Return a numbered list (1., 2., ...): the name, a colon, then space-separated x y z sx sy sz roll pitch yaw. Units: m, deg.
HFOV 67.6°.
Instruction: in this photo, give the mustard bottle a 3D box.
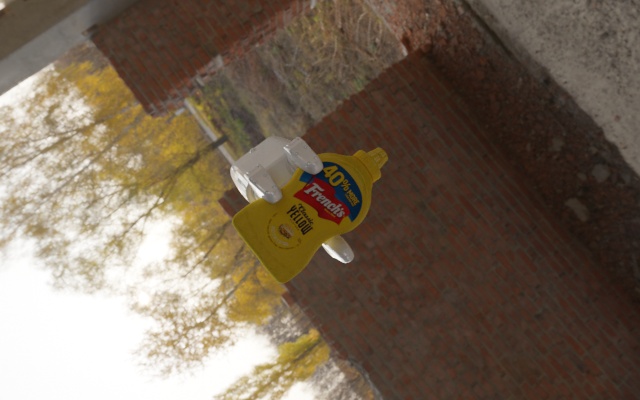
1. mustard bottle: 0.000 0.002 0.553 0.191 0.096 0.058 -38 3 -8
